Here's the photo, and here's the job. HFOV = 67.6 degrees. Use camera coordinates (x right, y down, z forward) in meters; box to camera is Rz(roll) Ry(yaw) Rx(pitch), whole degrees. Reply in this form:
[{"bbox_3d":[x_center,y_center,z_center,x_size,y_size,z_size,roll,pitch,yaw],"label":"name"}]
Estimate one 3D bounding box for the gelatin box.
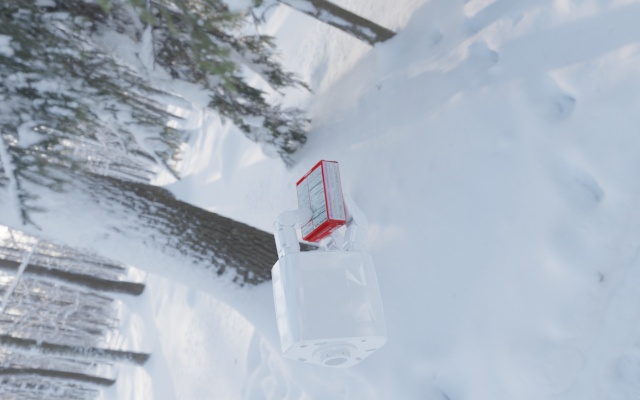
[{"bbox_3d":[0.000,0.002,0.628,0.030,0.089,0.073,5,-26,-29],"label":"gelatin box"}]
